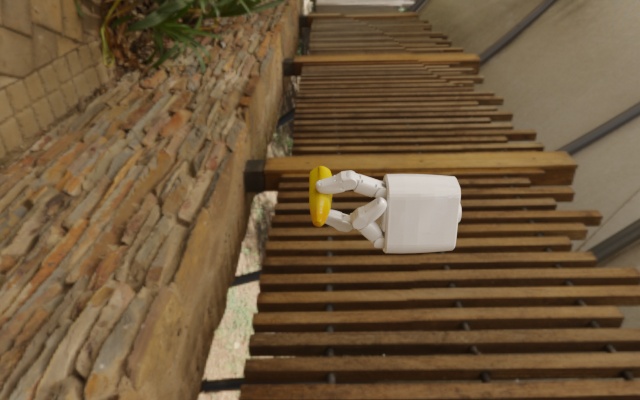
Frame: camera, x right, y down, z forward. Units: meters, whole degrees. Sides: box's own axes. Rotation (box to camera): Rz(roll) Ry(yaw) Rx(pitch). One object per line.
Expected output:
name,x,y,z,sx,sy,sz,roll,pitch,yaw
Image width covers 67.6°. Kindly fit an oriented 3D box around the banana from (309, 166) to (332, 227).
banana,0.000,-0.016,0.760,0.037,0.070,0.197,0,13,-1
